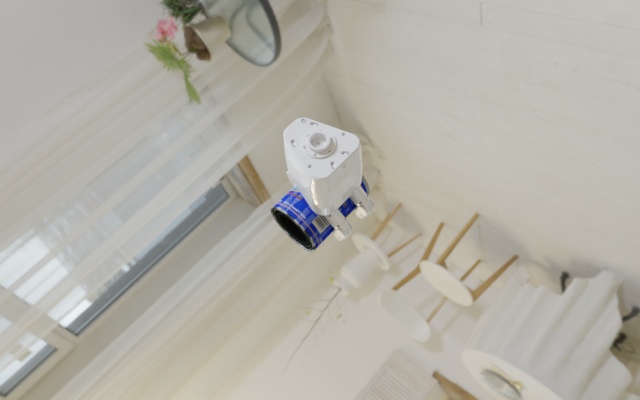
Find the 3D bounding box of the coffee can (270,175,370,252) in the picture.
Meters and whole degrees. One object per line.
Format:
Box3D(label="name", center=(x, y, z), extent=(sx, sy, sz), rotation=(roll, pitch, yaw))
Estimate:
Box3D(label="coffee can", center=(0.000, 0.003, 0.812), extent=(0.140, 0.103, 0.103), rotation=(-45, 17, -18))
